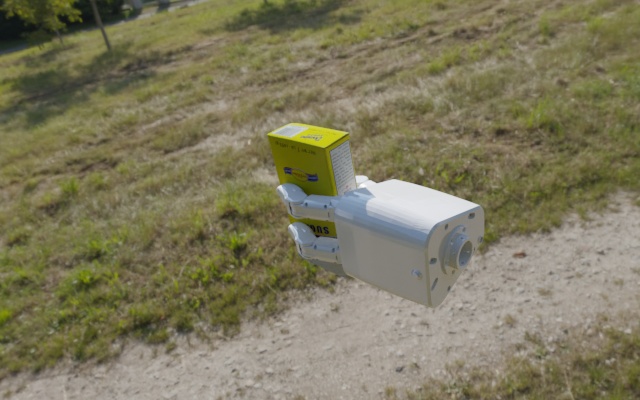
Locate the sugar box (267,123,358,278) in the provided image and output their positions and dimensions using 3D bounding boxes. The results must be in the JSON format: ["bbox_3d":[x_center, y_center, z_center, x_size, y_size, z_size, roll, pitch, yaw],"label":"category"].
[{"bbox_3d":[0.000,0.002,0.556,0.093,0.176,0.048,19,40,42],"label":"sugar box"}]
